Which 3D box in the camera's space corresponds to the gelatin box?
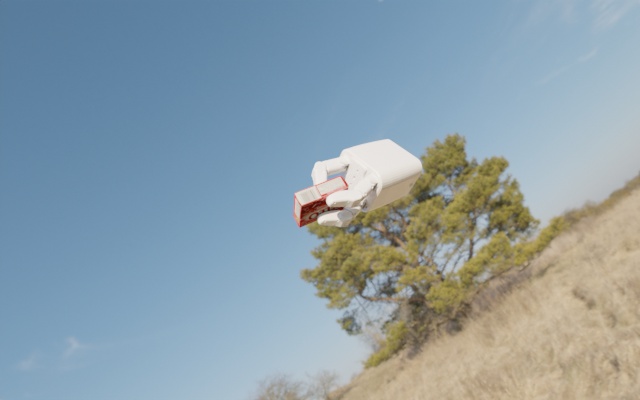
[{"bbox_3d":[0.000,0.002,0.797,0.089,0.030,0.073,-21,-27,-17],"label":"gelatin box"}]
